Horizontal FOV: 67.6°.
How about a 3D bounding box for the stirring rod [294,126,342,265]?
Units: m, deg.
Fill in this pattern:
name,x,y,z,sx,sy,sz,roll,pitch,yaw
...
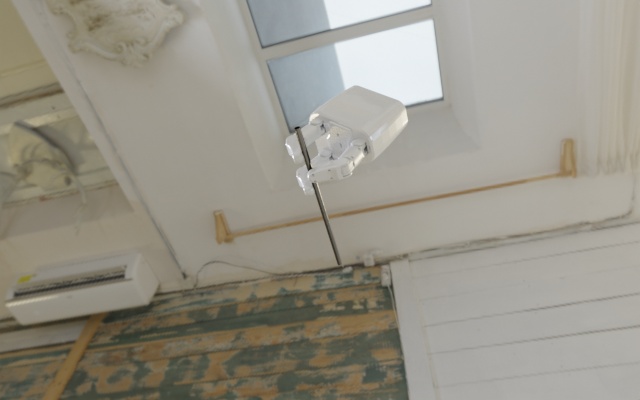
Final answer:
name,x,y,z,sx,sy,sz,roll,pitch,yaw
stirring rod,0.000,0.002,0.685,0.011,0.240,0.011,-12,33,8
